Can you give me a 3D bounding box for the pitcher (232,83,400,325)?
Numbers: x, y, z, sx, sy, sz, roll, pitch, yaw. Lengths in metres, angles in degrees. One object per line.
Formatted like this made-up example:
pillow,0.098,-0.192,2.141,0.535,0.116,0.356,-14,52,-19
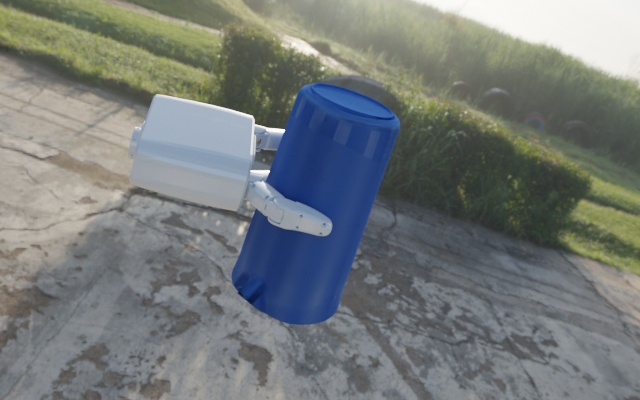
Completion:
pitcher,0.000,0.002,0.532,0.145,0.243,0.149,13,25,-15
